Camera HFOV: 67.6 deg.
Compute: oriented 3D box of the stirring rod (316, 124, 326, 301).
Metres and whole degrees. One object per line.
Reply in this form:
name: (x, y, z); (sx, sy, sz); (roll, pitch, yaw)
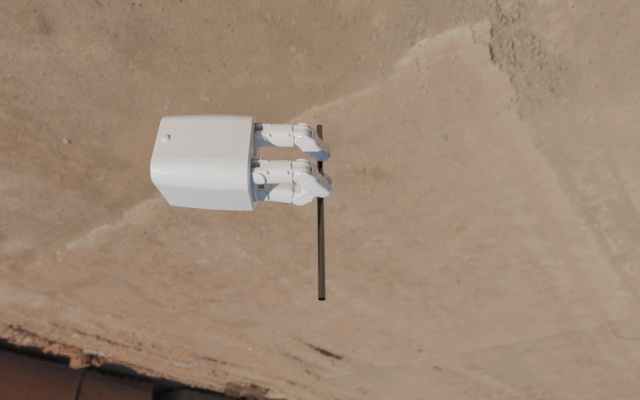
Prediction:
stirring rod: (0.000, 0.002, 0.552); (0.011, 0.239, 0.011); (-1, -35, 0)
